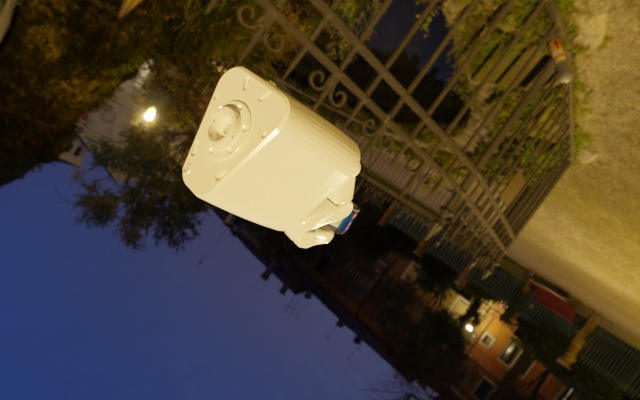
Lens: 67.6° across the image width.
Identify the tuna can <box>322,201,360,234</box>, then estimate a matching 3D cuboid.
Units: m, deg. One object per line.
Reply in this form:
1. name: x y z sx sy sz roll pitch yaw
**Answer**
1. tuna can: 0.000 0.002 0.539 0.086 0.034 0.086 31 7 -4
